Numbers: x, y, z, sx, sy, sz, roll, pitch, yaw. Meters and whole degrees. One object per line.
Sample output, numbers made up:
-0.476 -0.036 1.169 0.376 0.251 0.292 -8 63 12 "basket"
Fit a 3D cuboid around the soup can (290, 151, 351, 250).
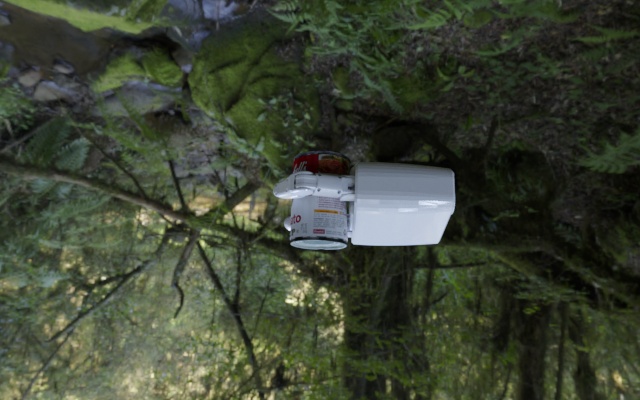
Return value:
0.000 0.002 0.553 0.068 0.102 0.068 2 -14 1 "soup can"
